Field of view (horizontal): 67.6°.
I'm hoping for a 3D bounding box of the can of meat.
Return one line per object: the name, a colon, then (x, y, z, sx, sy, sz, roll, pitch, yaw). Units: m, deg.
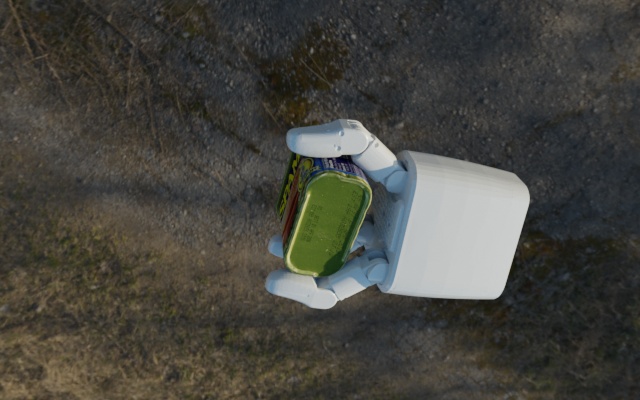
can of meat: (0.000, 0.001, 0.401, 0.057, 0.102, 0.084, 11, 29, -14)
